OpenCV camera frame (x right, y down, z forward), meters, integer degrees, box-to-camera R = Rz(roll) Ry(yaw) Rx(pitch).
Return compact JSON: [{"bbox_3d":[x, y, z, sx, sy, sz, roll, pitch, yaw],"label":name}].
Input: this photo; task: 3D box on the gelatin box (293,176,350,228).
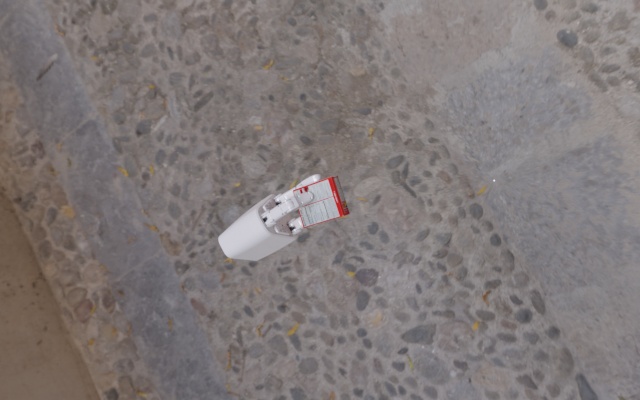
[{"bbox_3d":[0.000,0.003,0.863,0.089,0.073,0.030,-18,-2,29],"label":"gelatin box"}]
